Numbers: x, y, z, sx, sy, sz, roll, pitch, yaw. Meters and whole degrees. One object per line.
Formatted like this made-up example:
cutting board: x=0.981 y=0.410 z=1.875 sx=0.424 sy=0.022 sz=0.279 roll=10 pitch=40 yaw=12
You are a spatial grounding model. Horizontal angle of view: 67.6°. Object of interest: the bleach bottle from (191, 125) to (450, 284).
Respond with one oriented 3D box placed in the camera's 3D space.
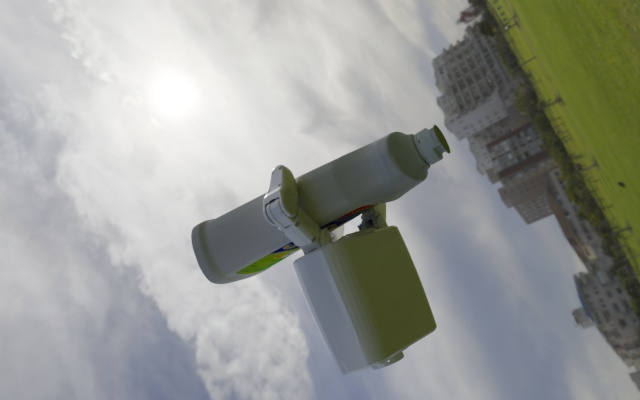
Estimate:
bleach bottle: x=0.000 y=0.001 z=0.452 sx=0.251 sy=0.068 sz=0.102 roll=-29 pitch=-13 yaw=26
